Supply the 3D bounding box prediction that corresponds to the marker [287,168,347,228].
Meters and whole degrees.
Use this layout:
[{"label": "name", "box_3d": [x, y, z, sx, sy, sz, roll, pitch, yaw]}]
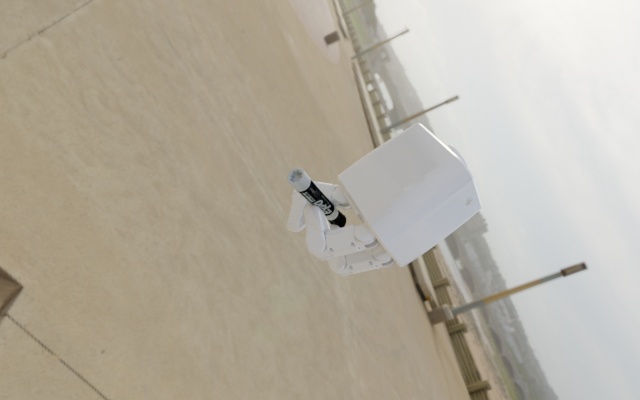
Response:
[{"label": "marker", "box_3d": [0.000, 0.002, 0.504, 0.020, 0.020, 0.121, 0, -25, 26]}]
